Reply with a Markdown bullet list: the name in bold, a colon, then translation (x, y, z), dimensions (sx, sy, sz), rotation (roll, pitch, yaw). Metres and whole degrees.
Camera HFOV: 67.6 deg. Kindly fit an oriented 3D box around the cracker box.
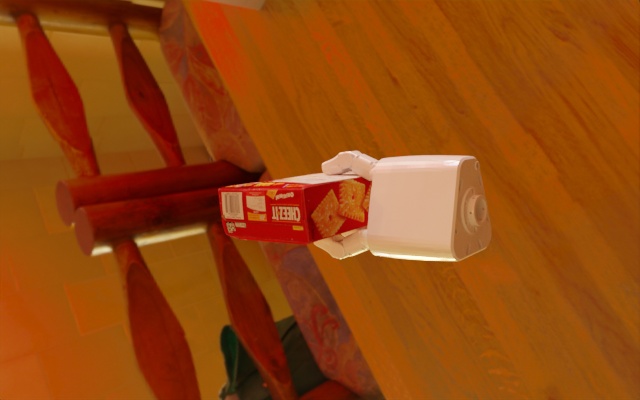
- **cracker box**: translation (0.000, 0.002, 0.639), dimensions (0.164, 0.072, 0.213), rotation (0, 8, 44)
